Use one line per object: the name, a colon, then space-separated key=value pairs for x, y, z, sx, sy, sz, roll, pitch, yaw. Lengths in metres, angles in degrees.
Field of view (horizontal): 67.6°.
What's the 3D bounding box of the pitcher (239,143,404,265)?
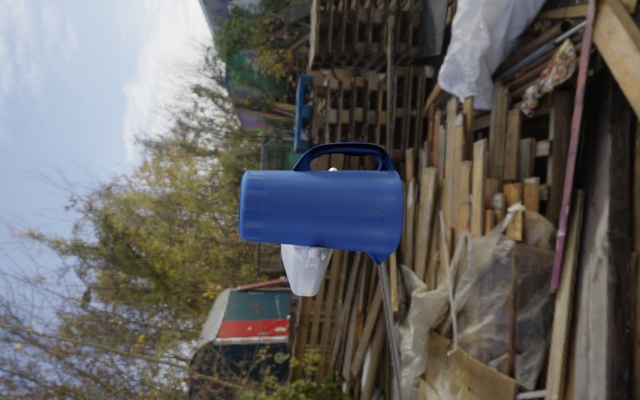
pitcher: x=0.000 y=0.003 z=0.740 sx=0.243 sy=0.149 sz=0.145 roll=3 pitch=-43 yaw=-6
